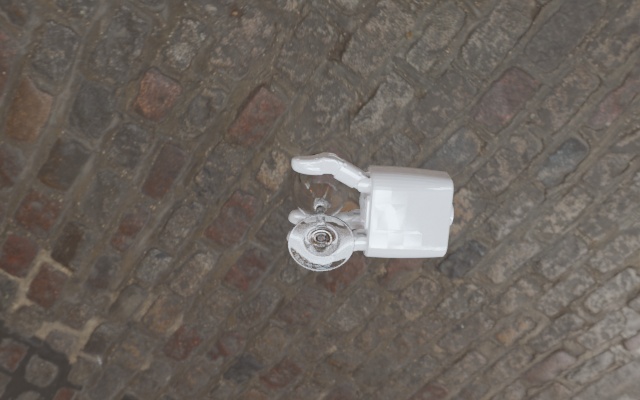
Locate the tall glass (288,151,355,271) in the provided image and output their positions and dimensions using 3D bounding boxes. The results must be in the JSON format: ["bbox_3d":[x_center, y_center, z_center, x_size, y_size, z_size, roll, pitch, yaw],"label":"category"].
[{"bbox_3d":[0.000,0.002,0.615,0.079,0.079,0.201,0,28,-1],"label":"tall glass"}]
